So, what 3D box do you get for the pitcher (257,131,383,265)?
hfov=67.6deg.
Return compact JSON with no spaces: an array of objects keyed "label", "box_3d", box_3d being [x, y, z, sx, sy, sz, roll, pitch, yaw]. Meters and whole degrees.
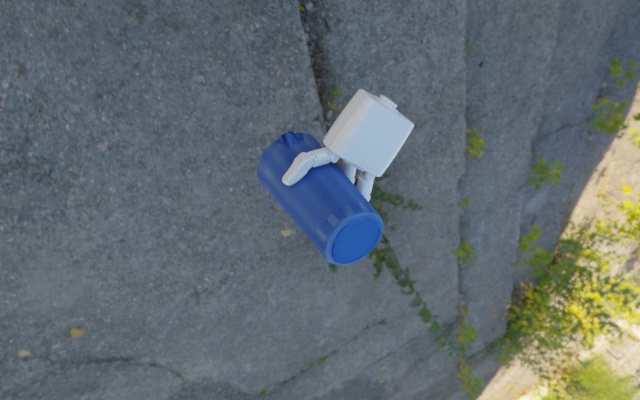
[{"label":"pitcher","box_3d":[0.000,0.003,0.826,0.149,0.145,0.242,18,23,-44]}]
